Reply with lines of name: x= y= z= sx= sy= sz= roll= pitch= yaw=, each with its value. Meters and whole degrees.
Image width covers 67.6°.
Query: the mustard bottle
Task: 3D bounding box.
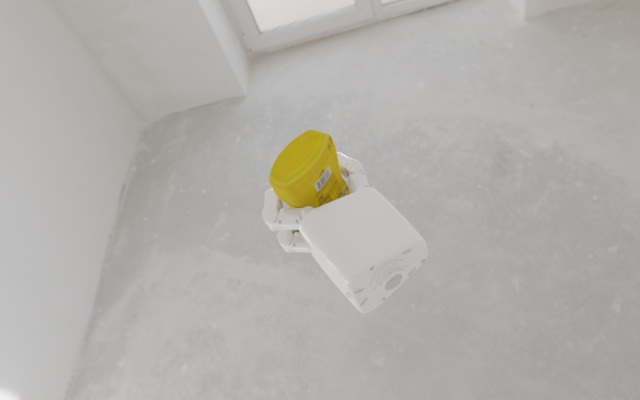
mustard bottle: x=0.000 y=0.002 z=0.646 sx=0.058 sy=0.096 sz=0.192 roll=20 pitch=-28 yaw=32
